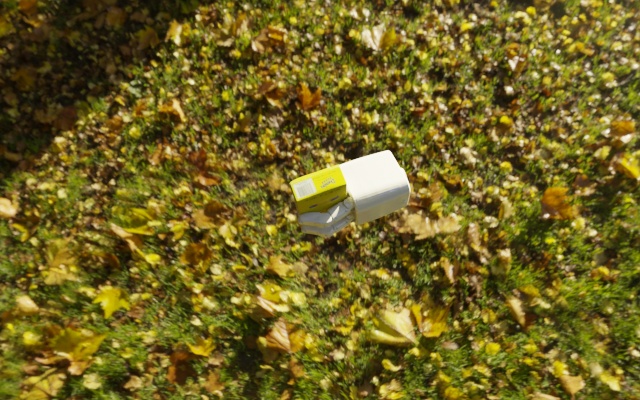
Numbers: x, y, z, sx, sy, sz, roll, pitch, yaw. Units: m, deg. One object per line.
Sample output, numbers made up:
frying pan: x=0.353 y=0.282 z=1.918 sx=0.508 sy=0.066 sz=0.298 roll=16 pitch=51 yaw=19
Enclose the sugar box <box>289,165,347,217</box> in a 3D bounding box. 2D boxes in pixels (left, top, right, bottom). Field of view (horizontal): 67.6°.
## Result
sugar box: x=0.000 y=0.003 z=0.878 sx=0.093 sy=0.048 sz=0.176 roll=-19 pitch=-23 yaw=-4
